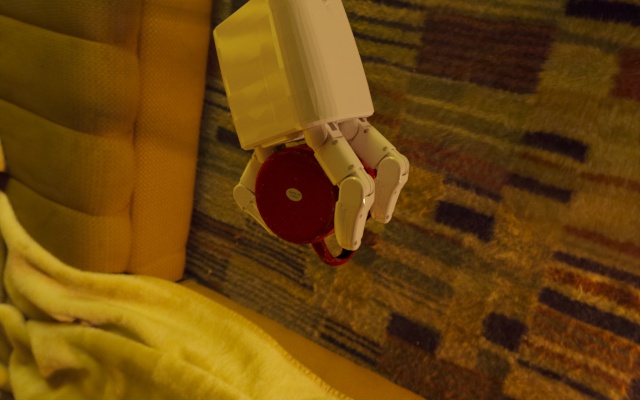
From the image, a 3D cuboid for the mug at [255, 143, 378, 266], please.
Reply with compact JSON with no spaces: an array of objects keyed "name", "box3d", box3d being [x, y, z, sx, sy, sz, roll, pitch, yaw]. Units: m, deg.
[{"name":"mug","box3d":[0.000,0.003,0.420,0.093,0.117,0.081,-13,5,32]}]
